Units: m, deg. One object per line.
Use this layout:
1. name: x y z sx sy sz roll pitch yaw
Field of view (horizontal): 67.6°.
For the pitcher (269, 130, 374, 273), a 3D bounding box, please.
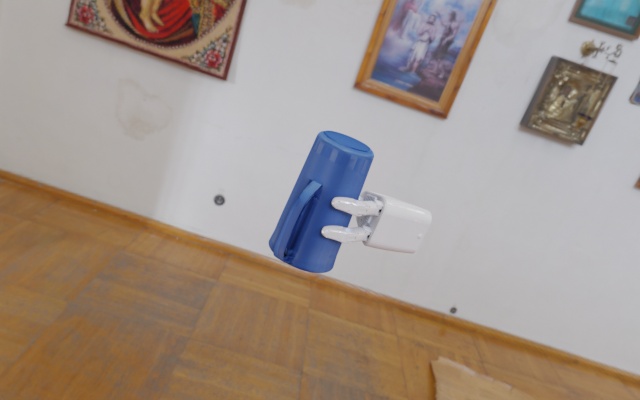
1. pitcher: 0.000 0.003 0.867 0.145 0.243 0.149 14 20 -21
